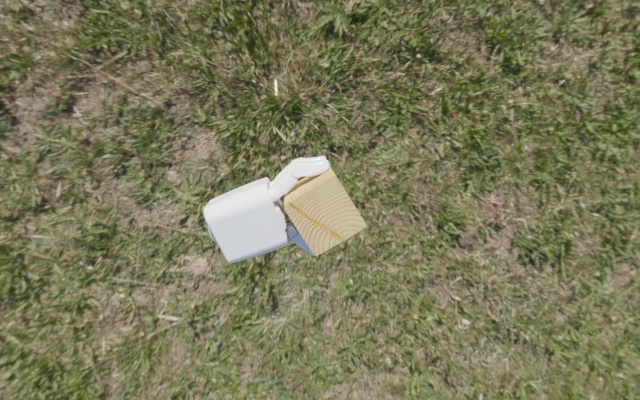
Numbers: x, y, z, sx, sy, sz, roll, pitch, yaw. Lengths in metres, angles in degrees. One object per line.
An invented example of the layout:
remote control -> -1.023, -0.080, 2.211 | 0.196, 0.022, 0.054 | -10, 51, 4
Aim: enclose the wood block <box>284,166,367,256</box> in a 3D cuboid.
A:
wood block -> 0.000, 0.003, 0.777 | 0.090, 0.091, 0.206 | -31, 12, 3
